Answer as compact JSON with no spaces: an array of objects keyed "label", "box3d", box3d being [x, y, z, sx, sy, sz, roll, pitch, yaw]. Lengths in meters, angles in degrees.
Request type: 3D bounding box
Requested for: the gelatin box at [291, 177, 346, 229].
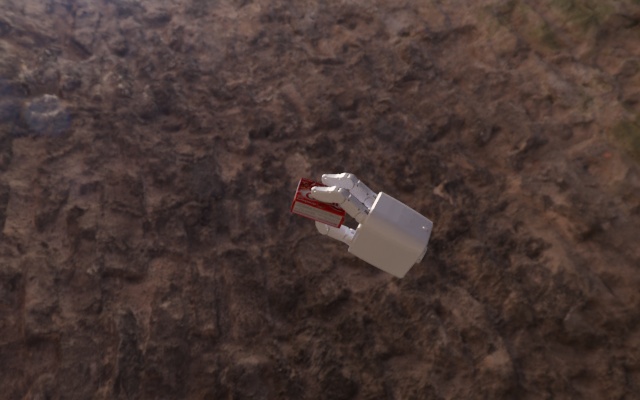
[{"label":"gelatin box","box3d":[0.000,0.003,0.808,0.089,0.030,0.073,18,35,-4]}]
